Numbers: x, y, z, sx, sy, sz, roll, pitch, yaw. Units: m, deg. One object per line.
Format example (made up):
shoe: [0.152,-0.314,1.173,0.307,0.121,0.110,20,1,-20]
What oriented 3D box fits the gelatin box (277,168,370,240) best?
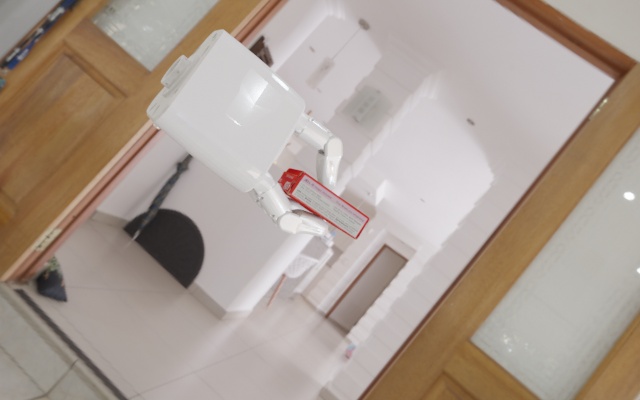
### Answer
gelatin box: [0.001,0.001,0.506,0.089,0.030,0.073,34,-2,-16]
